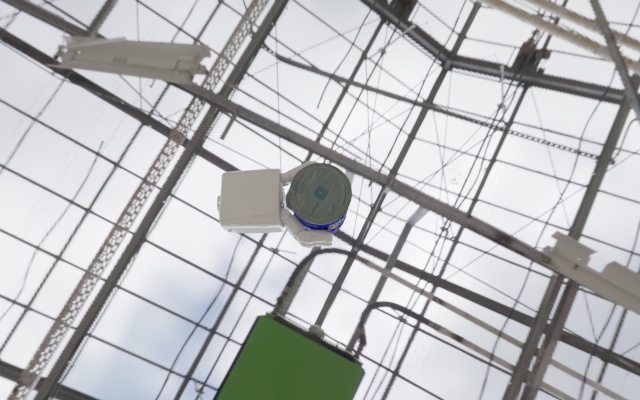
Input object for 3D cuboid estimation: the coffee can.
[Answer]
[{"bbox_3d":[0.000,0.003,0.838,0.103,0.102,0.140,0,-13,0],"label":"coffee can"}]
